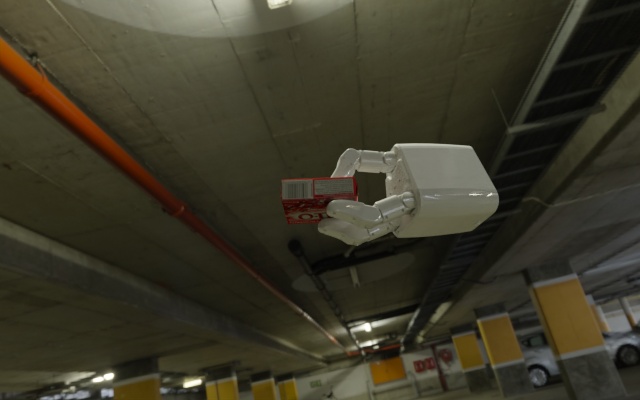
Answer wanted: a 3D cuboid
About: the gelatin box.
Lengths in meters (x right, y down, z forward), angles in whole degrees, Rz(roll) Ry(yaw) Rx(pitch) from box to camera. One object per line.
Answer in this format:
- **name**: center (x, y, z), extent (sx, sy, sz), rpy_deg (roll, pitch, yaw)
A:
- **gelatin box**: center (0.000, 0.001, 0.574), extent (0.089, 0.030, 0.073), rpy_deg (-2, -24, 2)
